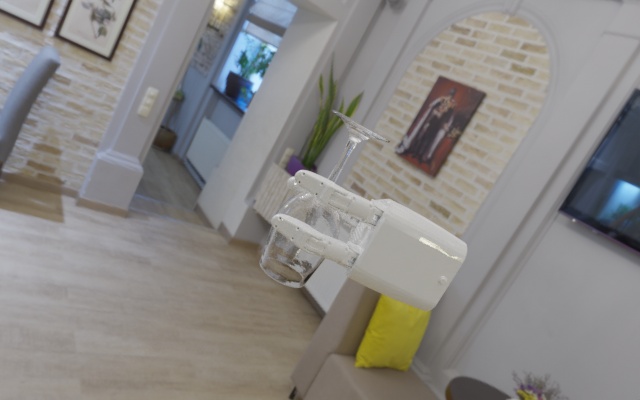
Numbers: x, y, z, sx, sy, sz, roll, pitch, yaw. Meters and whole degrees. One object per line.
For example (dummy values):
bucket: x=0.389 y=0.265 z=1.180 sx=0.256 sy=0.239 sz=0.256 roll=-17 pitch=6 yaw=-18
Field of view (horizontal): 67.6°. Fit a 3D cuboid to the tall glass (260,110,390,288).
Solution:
tall glass: x=0.000 y=0.001 z=0.556 sx=0.079 sy=0.201 sz=0.079 roll=27 pitch=12 yaw=-6
